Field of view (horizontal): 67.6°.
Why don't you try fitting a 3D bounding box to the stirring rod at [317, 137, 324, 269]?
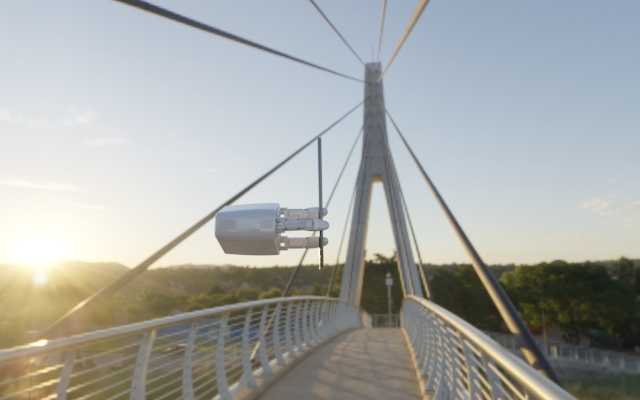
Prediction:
[{"bbox_3d":[0.000,0.003,0.869,0.011,0.239,0.011,-1,-9,0],"label":"stirring rod"}]
